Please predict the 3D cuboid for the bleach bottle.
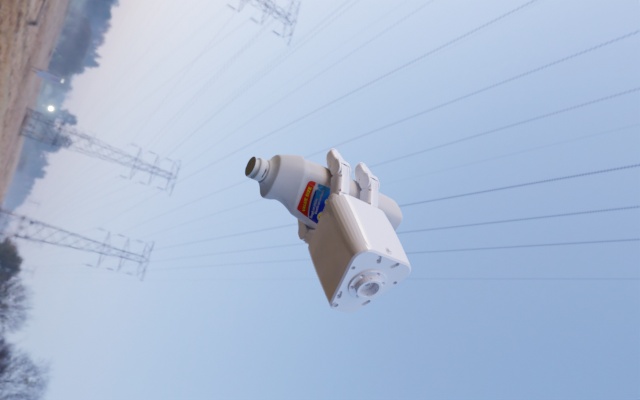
[{"bbox_3d":[0.000,0.002,0.701,0.251,0.102,0.068,23,27,-32],"label":"bleach bottle"}]
